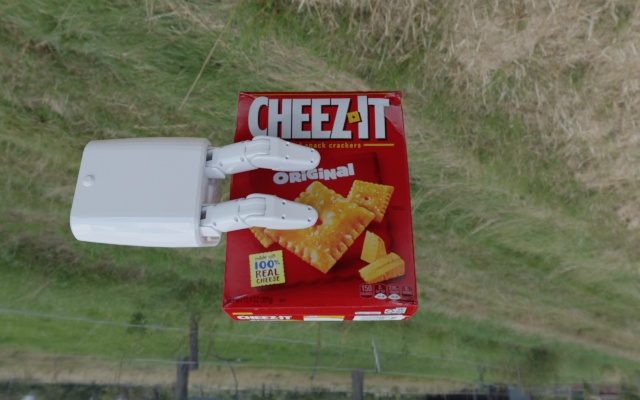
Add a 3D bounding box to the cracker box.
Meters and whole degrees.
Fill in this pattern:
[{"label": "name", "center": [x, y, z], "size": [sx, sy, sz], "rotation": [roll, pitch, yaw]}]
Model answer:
[{"label": "cracker box", "center": [0.000, 0.002, 0.450], "size": [0.164, 0.213, 0.072], "rotation": [0, -22, 0]}]
